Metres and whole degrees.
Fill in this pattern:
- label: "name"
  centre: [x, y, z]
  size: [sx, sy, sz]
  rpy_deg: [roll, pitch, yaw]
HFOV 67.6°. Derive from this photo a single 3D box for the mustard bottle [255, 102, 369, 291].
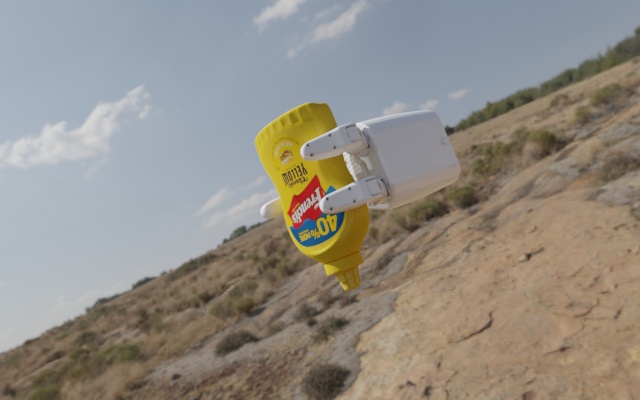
- label: "mustard bottle"
  centre: [0.000, 0.001, 0.504]
  size: [0.096, 0.191, 0.058]
  rpy_deg: [-26, -8, 37]
